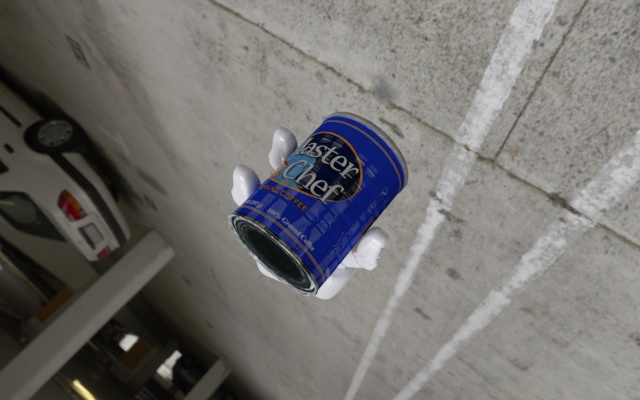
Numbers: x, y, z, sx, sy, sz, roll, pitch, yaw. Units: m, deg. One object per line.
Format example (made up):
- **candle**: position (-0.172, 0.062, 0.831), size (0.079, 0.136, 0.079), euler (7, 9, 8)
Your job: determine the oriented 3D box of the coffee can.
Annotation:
- **coffee can**: position (0.000, 0.001, 0.440), size (0.140, 0.103, 0.103), euler (-48, 23, -23)
